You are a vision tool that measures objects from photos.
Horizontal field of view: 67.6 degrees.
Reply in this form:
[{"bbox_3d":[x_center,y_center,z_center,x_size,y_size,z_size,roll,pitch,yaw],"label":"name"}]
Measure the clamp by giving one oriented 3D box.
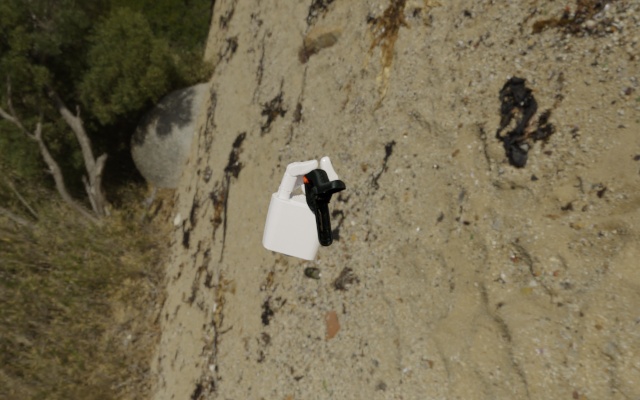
[{"bbox_3d":[0.000,0.003,0.851,0.039,0.120,0.171,11,14,-18],"label":"clamp"}]
